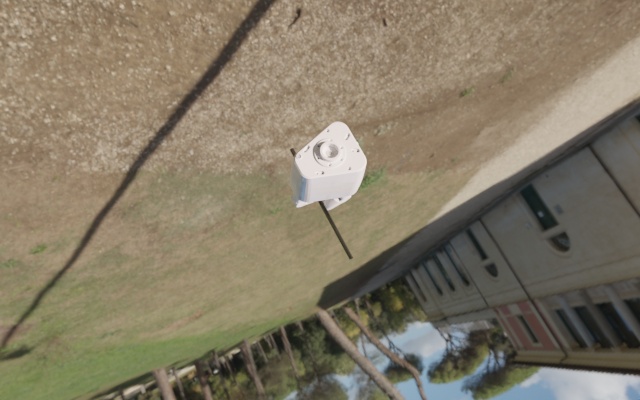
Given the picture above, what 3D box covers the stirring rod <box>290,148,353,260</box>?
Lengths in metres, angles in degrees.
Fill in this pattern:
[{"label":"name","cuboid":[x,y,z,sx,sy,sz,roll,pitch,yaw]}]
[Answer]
[{"label":"stirring rod","cuboid":[0.000,0.003,0.892,0.011,0.239,0.011,-27,-14,-7]}]
